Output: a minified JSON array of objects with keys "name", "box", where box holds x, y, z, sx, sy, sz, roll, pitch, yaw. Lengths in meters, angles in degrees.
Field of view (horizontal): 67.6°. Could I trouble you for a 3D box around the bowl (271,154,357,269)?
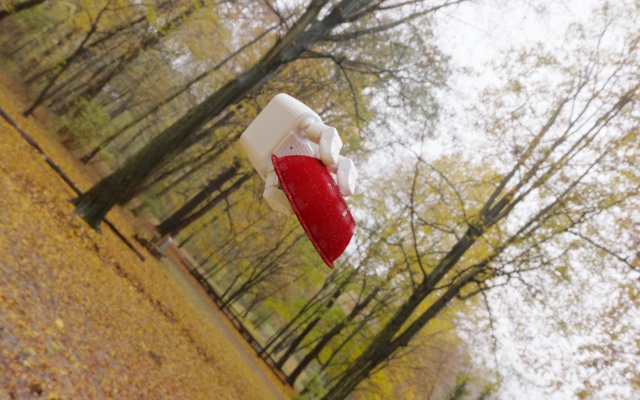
[{"name":"bowl","box":[0.001,0.003,0.597,0.055,0.162,0.162,-28,-2,3]}]
